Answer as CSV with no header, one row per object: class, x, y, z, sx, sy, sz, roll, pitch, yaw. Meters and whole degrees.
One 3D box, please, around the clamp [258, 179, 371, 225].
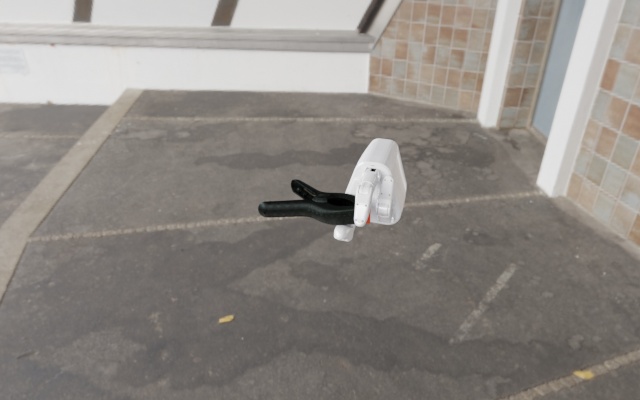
clamp,0.000,0.002,0.759,0.171,0.039,0.120,9,32,14
